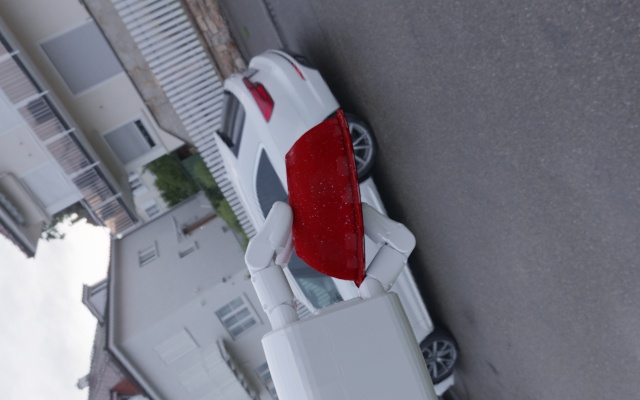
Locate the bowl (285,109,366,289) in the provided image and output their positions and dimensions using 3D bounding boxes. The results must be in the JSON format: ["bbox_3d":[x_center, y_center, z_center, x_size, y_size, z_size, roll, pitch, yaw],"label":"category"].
[{"bbox_3d":[-0.001,0.000,0.430,0.055,0.162,0.162,-6,0,-2],"label":"bowl"}]
